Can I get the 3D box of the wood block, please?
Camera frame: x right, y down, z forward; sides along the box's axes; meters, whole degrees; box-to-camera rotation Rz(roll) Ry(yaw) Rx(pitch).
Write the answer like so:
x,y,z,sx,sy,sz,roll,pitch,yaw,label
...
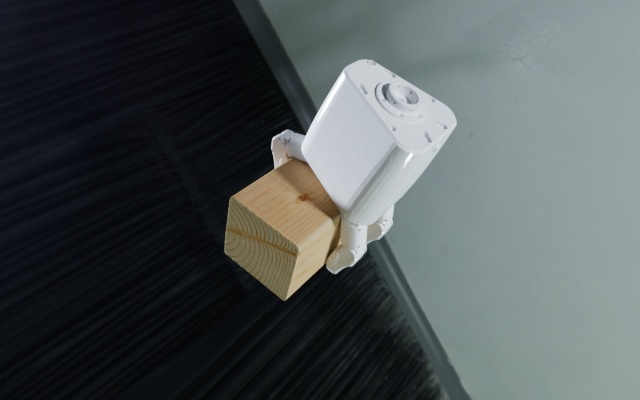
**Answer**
x,y,z,sx,sy,sz,roll,pitch,yaw,label
0.000,0.001,0.539,0.091,0.090,0.206,35,47,19,wood block
